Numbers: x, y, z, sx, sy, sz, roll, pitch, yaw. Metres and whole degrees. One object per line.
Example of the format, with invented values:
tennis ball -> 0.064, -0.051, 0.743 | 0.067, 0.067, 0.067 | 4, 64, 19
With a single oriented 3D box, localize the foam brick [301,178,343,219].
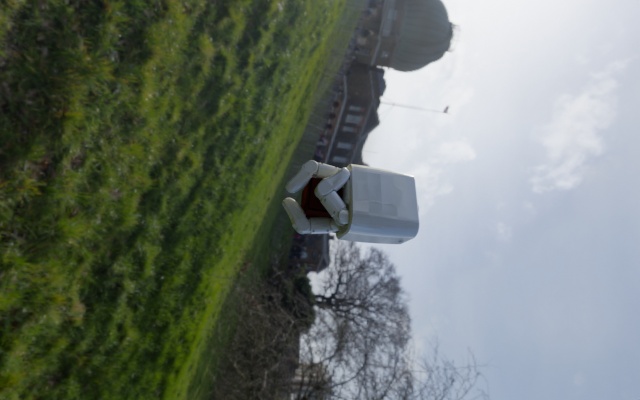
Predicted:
foam brick -> 0.000, 0.002, 0.743 | 0.051, 0.053, 0.078 | 7, -15, -10
